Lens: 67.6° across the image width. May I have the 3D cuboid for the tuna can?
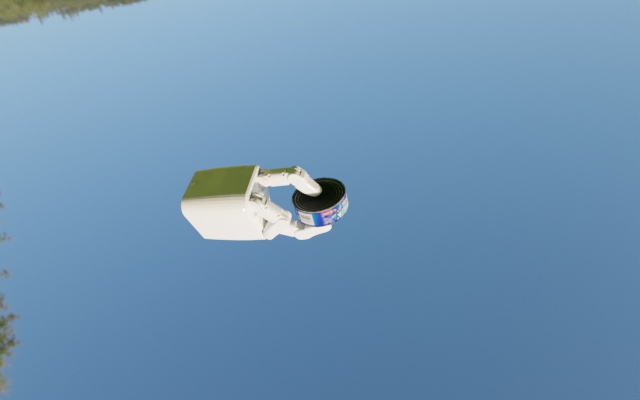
[{"bbox_3d":[0.000,0.003,0.747,0.086,0.034,0.086,-9,37,7],"label":"tuna can"}]
